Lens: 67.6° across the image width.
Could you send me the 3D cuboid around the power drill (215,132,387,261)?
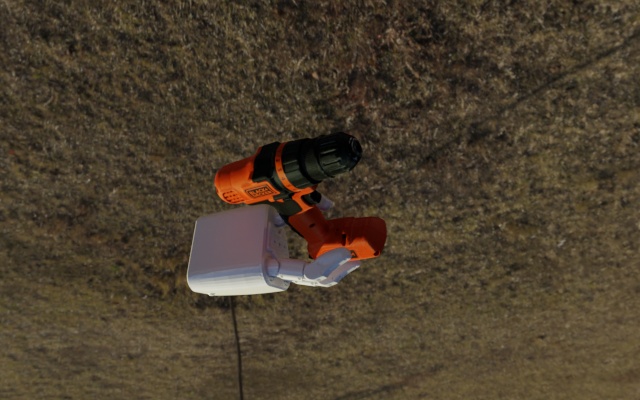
[{"bbox_3d":[0.000,0.002,0.545,0.184,0.057,0.188,-11,-40,36],"label":"power drill"}]
